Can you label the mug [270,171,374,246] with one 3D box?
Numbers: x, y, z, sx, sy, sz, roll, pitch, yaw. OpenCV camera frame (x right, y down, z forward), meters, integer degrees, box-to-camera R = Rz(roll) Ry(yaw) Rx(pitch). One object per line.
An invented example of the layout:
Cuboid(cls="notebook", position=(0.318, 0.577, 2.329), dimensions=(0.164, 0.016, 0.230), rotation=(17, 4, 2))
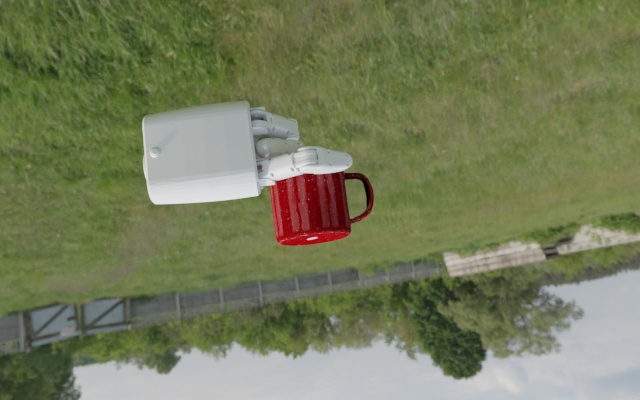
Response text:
Cuboid(cls="mug", position=(0.002, 0.002, 0.519), dimensions=(0.117, 0.081, 0.093), rotation=(-7, -12, -5))
